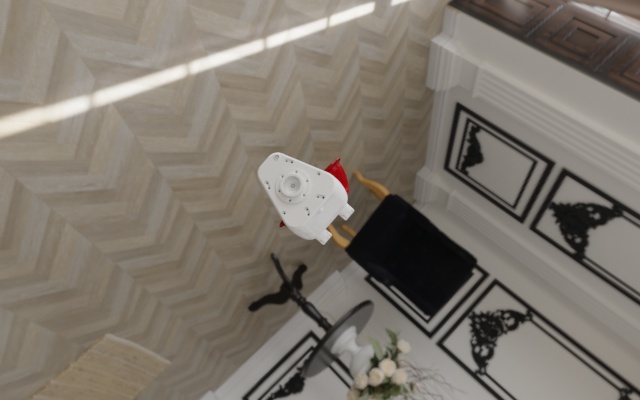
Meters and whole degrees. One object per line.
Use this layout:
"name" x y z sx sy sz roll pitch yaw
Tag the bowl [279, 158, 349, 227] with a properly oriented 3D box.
"bowl" 0.001 0.003 0.844 0.055 0.162 0.162 41 2 3
